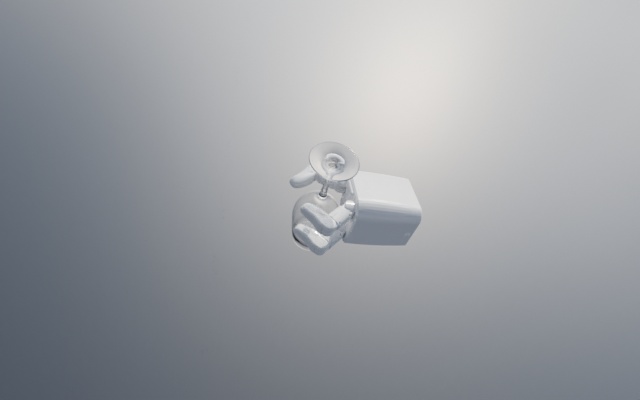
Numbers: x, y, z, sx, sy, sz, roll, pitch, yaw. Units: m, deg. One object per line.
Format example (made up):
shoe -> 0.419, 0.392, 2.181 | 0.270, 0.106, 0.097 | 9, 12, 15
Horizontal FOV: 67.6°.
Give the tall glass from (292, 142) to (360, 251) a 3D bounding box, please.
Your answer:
tall glass -> 0.000, 0.002, 0.754 | 0.079, 0.079, 0.201 | 0, -36, -15
